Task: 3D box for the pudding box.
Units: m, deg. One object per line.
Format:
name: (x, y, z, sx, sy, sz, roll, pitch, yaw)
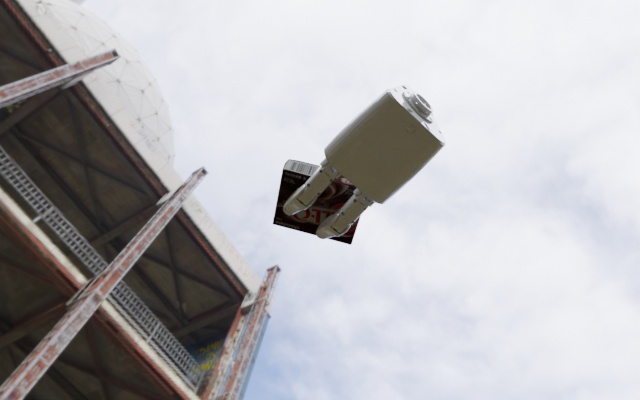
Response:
pudding box: (0.000, 0.002, 0.628, 0.113, 0.090, 0.039, 16, 33, 3)
